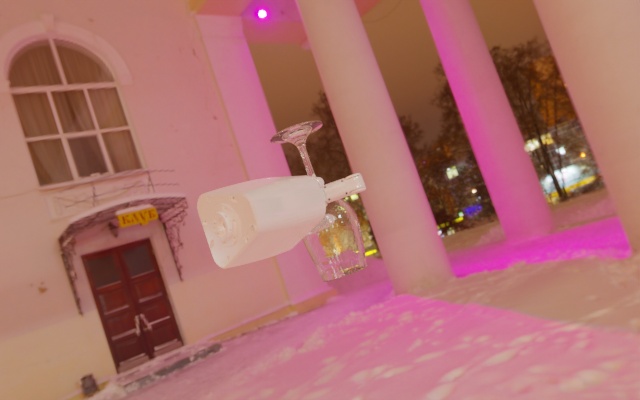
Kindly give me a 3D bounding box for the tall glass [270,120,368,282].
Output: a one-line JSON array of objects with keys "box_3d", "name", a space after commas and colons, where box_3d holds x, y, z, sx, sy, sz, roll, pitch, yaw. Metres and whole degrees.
[{"box_3d": [0.000, 0.001, 0.630, 0.079, 0.201, 0.079, -19, -4, -1], "name": "tall glass"}]
